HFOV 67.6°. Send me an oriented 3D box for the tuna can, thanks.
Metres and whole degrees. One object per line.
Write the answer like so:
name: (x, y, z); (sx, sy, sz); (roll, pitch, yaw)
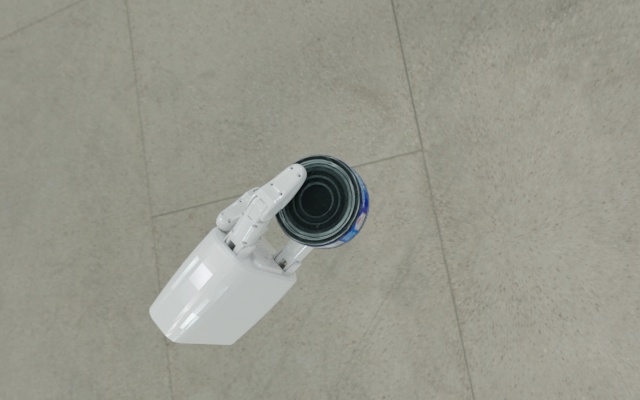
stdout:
tuna can: (0.000, 0.001, 0.443); (0.086, 0.086, 0.034); (0, -8, 18)
